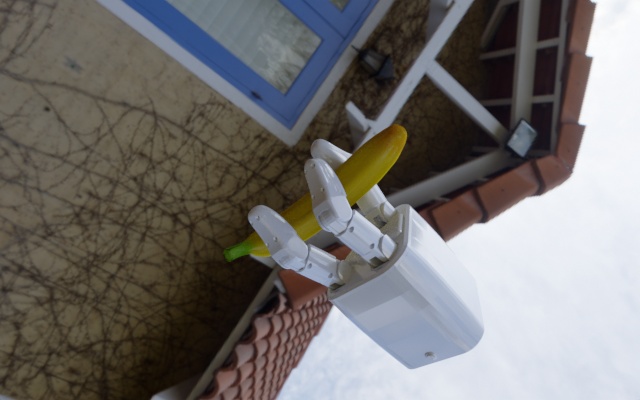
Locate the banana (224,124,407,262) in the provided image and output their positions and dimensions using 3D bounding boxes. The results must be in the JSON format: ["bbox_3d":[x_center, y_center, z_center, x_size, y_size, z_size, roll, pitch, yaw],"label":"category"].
[{"bbox_3d":[0.003,0.001,0.434,0.198,0.037,0.069,-38,-5,18],"label":"banana"}]
